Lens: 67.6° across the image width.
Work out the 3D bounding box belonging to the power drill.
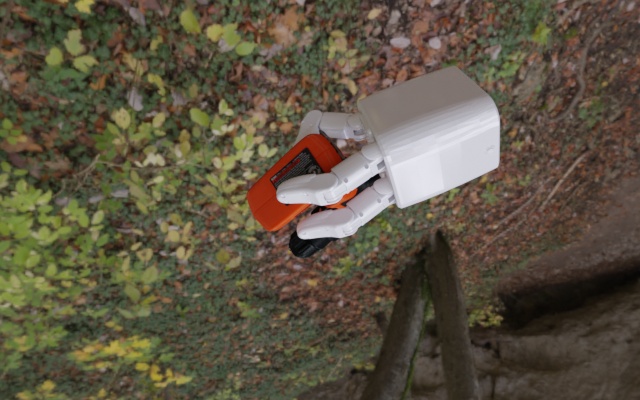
[{"bbox_3d":[0.000,0.002,0.542,0.184,0.057,0.188,-43,-21,16],"label":"power drill"}]
